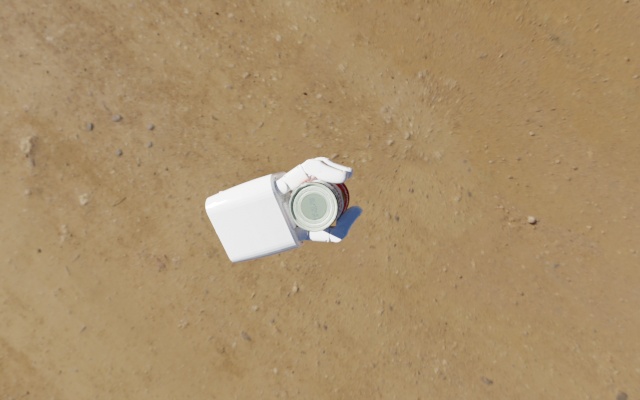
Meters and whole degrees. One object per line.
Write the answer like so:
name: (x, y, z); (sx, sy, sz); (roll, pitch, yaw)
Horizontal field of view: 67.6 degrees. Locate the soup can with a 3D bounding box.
soup can: (0.001, 0.002, 0.663); (0.068, 0.068, 0.102); (0, 7, 11)
